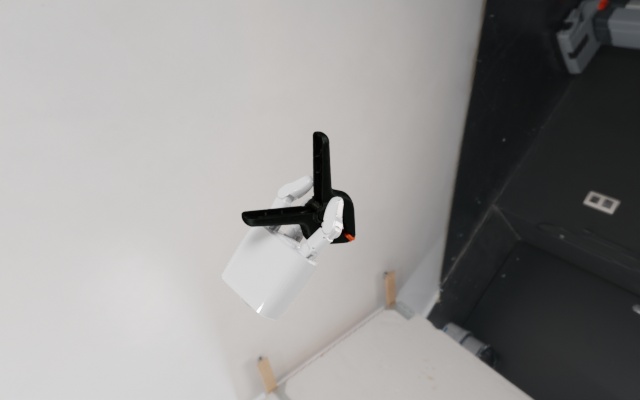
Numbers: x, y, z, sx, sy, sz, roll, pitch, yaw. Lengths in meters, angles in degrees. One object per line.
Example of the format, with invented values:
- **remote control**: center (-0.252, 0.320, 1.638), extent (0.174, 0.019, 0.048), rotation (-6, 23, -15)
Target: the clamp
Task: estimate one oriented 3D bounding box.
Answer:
- **clamp**: center (0.001, 0.003, 0.716), extent (0.210, 0.164, 0.036), rotation (34, 6, -46)
